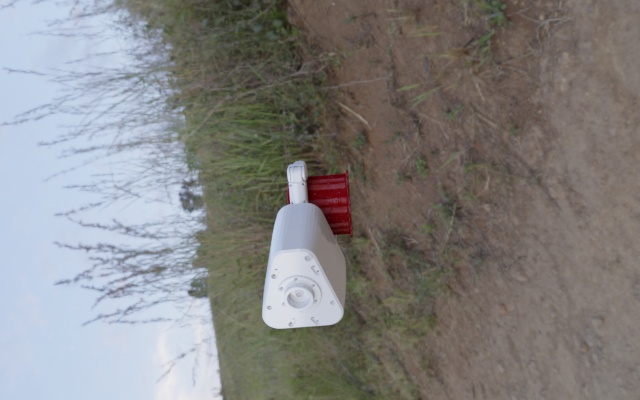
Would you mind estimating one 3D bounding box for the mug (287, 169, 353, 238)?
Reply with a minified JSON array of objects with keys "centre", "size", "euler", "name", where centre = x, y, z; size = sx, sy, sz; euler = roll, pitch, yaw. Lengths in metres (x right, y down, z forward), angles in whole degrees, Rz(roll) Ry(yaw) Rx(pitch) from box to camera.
[{"centre":[0.000,0.001,0.659],"size":[0.081,0.093,0.117],"euler":[-4,24,3],"name":"mug"}]
